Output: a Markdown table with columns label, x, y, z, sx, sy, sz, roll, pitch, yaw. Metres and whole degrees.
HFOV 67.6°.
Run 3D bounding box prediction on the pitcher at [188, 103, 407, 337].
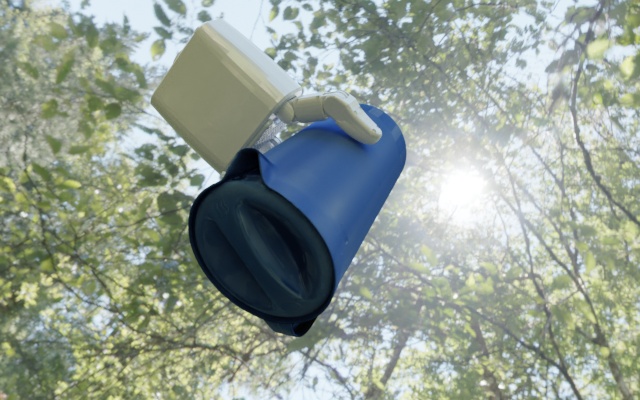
| label | x | y | z | sx | sy | sz | roll | pitch | yaw |
| --- | --- | --- | --- | --- | --- | --- | --- | --- | --- |
| pitcher | 0.000 | 0.001 | 0.465 | 0.149 | 0.145 | 0.242 | -48 | -1 | 39 |
